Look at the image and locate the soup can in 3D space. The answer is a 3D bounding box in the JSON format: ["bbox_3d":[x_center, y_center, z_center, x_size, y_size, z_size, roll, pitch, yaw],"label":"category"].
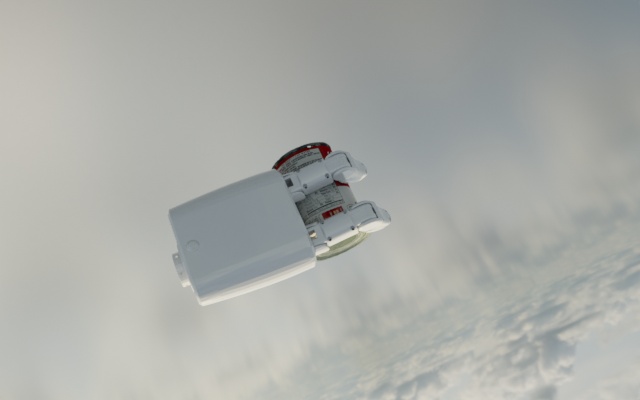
[{"bbox_3d":[0.001,0.002,0.483,0.068,0.102,0.068,-22,-19,-8],"label":"soup can"}]
